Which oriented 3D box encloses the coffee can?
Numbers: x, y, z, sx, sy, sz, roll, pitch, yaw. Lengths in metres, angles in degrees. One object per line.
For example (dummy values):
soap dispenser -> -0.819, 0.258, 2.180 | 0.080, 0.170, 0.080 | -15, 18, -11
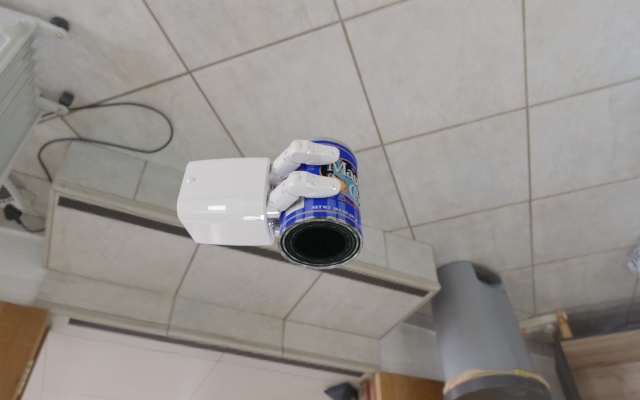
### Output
coffee can -> 0.000, 0.002, 0.616 | 0.103, 0.140, 0.103 | 0, -42, 0
